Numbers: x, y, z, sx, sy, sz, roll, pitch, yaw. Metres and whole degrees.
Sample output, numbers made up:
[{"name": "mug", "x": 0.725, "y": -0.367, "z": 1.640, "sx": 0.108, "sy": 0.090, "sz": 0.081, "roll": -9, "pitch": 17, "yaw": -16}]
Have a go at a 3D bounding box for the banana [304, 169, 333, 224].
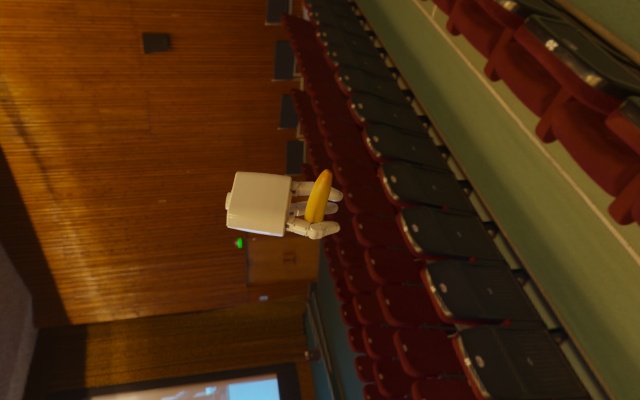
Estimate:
[{"name": "banana", "x": -0.006, "y": 0.020, "z": 0.890, "sx": 0.037, "sy": 0.069, "sz": 0.198, "roll": 19, "pitch": -30, "yaw": 7}]
